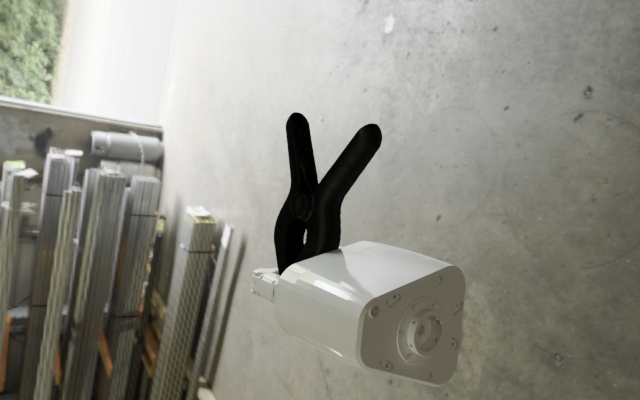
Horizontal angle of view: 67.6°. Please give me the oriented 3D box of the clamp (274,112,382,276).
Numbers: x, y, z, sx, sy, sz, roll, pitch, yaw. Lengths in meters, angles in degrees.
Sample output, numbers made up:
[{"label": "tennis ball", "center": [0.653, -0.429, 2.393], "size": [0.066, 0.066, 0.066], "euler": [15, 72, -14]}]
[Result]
[{"label": "clamp", "center": [-0.001, 0.002, 0.434], "size": [0.039, 0.171, 0.120], "euler": [5, 1, -35]}]
